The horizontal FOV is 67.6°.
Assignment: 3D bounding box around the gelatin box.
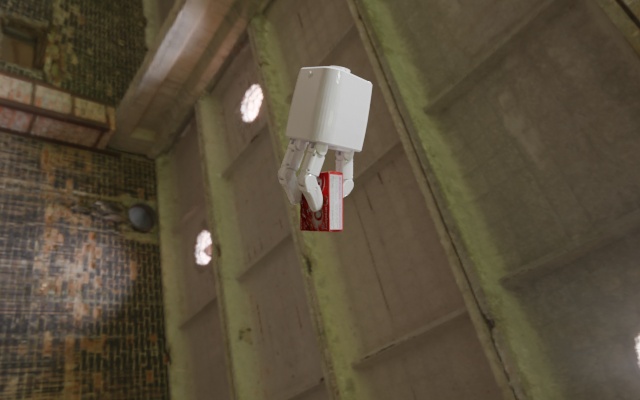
[{"bbox_3d":[0.000,0.003,0.720,0.030,0.089,0.073,1,-2,-38],"label":"gelatin box"}]
